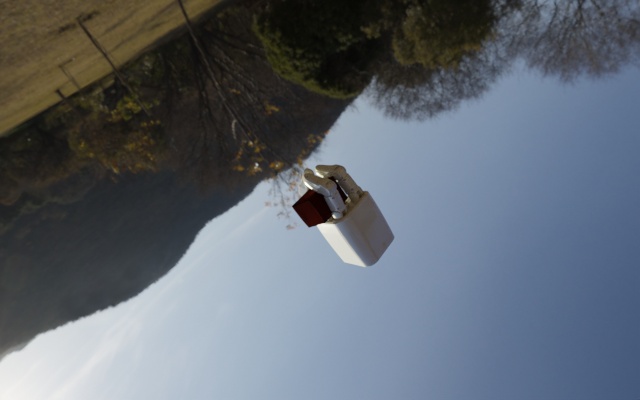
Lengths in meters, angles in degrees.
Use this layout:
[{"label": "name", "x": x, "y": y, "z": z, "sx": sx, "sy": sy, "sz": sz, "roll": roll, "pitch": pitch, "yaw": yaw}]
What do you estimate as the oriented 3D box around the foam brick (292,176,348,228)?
[{"label": "foam brick", "x": 0.000, "y": 0.003, "z": 0.844, "sx": 0.053, "sy": 0.051, "sz": 0.078, "roll": -18, "pitch": 21, "yaw": 50}]
